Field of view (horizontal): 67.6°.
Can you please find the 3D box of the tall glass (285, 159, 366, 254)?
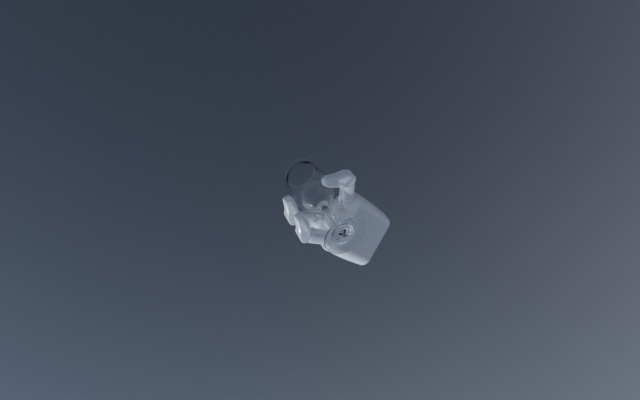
[{"bbox_3d":[0.000,0.003,0.841,0.079,0.079,0.201,0,34,-29],"label":"tall glass"}]
